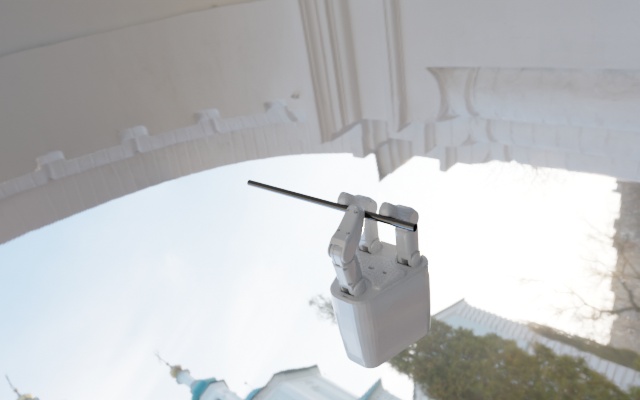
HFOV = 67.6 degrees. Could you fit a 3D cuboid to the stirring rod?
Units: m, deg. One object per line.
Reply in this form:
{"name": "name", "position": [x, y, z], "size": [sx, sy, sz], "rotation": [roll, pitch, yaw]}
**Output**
{"name": "stirring rod", "position": [0.000, 0.002, 0.531], "size": [0.239, 0.011, 0.011], "rotation": [15, 10, 39]}
